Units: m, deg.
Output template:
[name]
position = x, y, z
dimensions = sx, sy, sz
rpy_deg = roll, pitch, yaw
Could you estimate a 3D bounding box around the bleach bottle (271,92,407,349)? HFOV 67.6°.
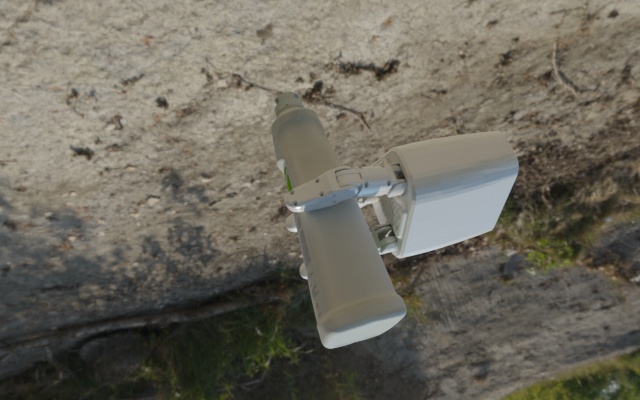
[bleach bottle]
position = 0.000, 0.002, 0.445
dimensions = 0.068, 0.250, 0.103
rpy_deg = -13, -23, -12
